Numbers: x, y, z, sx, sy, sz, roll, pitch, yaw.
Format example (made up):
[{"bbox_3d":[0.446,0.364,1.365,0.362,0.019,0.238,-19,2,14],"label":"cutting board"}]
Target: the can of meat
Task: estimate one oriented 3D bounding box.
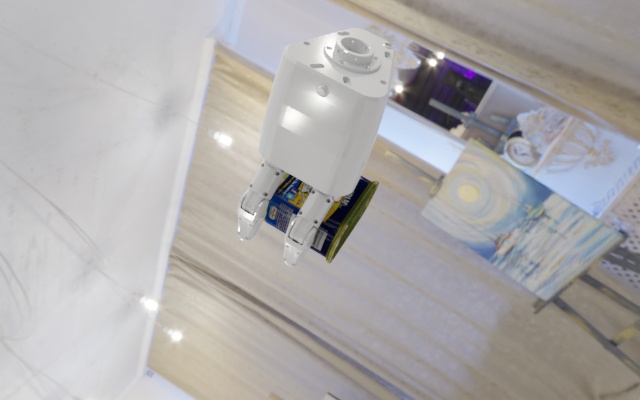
[{"bbox_3d":[0.000,0.001,0.495,0.084,0.057,0.102,30,48,9],"label":"can of meat"}]
